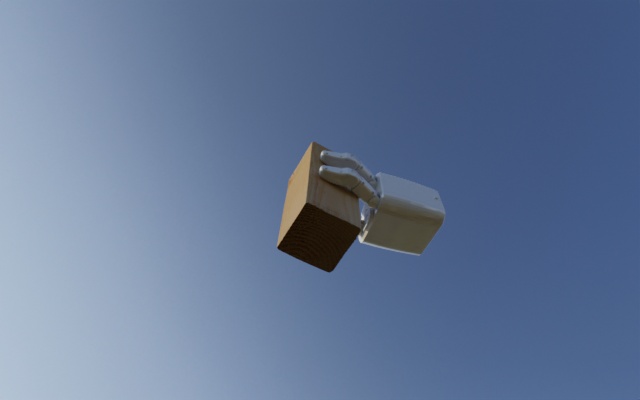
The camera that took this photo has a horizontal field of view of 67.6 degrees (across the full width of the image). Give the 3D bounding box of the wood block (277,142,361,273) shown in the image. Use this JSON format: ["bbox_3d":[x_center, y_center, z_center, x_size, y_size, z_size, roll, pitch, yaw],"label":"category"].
[{"bbox_3d":[0.000,0.003,0.744,0.090,0.091,0.206,26,27,-12],"label":"wood block"}]
